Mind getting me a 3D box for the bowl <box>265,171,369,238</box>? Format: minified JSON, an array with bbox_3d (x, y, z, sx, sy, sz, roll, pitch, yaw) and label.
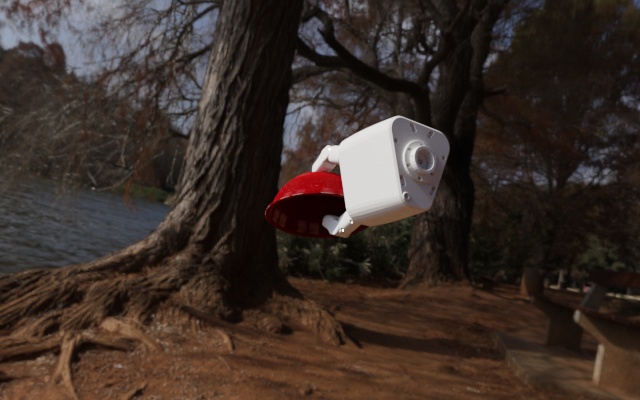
[{"bbox_3d":[-0.001,0.002,0.712,0.162,0.055,0.162,1,-26,0],"label":"bowl"}]
